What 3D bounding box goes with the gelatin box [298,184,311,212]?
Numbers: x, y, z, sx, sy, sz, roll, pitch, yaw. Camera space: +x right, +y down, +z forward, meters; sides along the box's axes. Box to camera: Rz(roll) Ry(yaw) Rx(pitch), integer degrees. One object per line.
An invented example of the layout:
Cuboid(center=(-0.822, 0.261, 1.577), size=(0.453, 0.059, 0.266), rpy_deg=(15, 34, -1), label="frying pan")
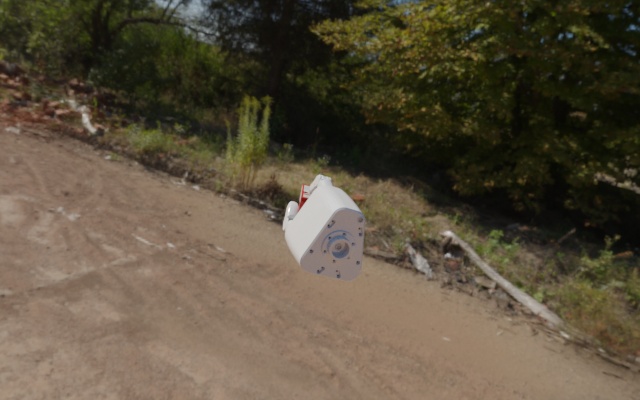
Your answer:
Cuboid(center=(0.000, 0.002, 0.836), size=(0.073, 0.030, 0.089), rpy_deg=(12, 16, -4), label="gelatin box")
